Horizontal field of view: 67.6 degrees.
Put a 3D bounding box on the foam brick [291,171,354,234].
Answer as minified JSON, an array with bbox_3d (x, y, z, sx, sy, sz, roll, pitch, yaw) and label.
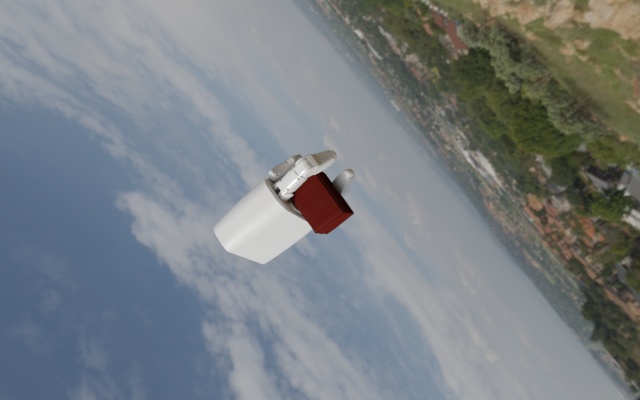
[{"bbox_3d":[0.000,0.002,0.661,0.051,0.078,0.053,-39,-16,12],"label":"foam brick"}]
